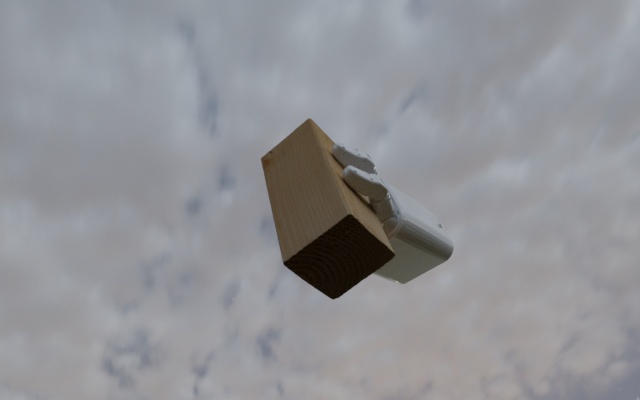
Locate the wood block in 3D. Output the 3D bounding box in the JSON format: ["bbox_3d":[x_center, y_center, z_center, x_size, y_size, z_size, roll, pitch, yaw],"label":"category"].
[{"bbox_3d":[0.000,0.002,0.576,0.090,0.091,0.206,41,17,-35],"label":"wood block"}]
